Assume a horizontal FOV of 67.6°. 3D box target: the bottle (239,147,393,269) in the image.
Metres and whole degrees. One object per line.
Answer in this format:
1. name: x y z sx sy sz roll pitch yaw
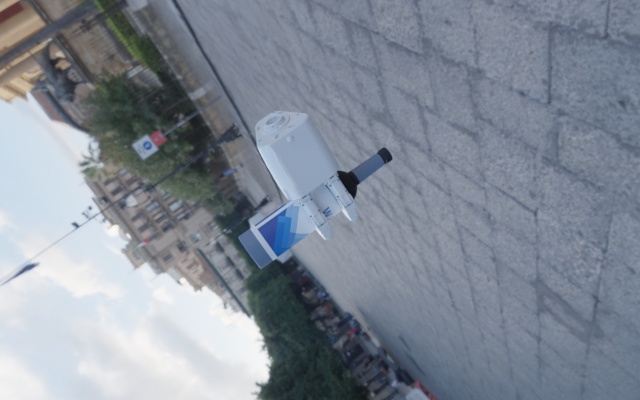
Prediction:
1. bottle: 0.000 0.003 0.818 0.295 0.069 0.069 -36 5 -8
